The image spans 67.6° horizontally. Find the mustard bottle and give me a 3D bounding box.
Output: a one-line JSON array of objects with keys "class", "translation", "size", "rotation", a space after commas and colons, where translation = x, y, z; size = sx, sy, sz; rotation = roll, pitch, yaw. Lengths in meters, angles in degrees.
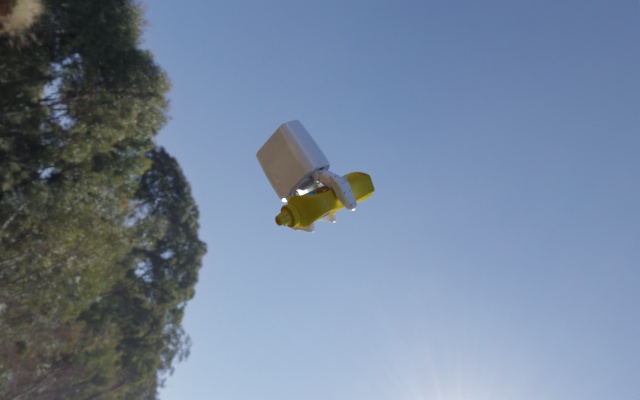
[{"class": "mustard bottle", "translation": [0.000, 0.003, 0.848], "size": [0.191, 0.058, 0.096], "rotation": [-23, 8, -36]}]
